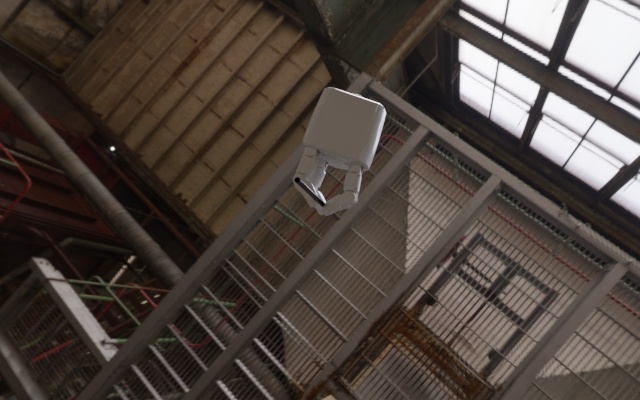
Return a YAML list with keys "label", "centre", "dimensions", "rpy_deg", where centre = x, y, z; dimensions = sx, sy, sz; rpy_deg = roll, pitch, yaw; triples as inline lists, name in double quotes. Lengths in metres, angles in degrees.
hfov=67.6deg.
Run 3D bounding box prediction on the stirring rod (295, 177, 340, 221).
- label: "stirring rod"
  centre: [0.000, 0.002, 0.754]
  dimensions: [0.011, 0.011, 0.239]
  rpy_deg: [0, -14, 16]
